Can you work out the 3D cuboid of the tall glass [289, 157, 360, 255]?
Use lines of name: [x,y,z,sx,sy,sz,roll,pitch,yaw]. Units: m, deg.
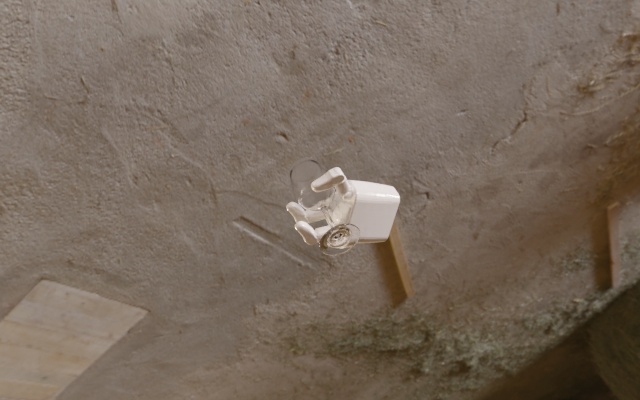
tall glass: [0.000,0.003,0.873,0.079,0.079,0.201,0,40,-26]
